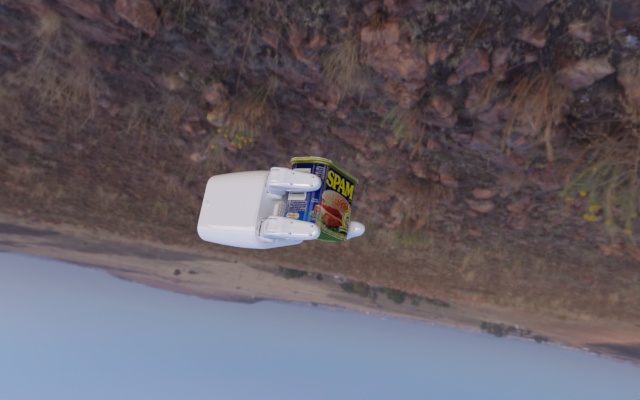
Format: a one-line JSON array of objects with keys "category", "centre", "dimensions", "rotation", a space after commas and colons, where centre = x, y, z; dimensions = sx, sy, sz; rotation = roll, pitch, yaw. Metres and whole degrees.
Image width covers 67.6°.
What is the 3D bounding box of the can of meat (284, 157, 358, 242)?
[{"category": "can of meat", "centre": [0.000, 0.002, 0.594], "dimensions": [0.057, 0.084, 0.102], "rotation": [2, -15, 31]}]
